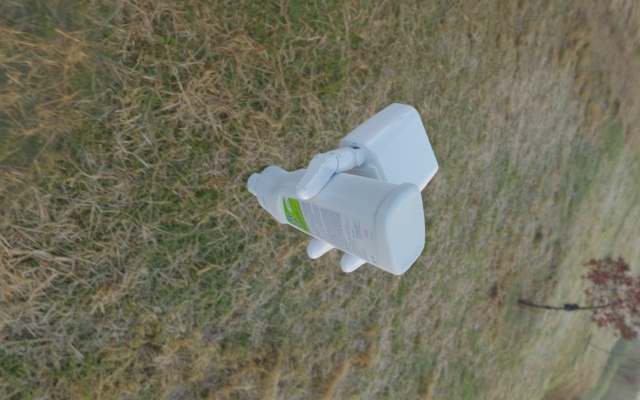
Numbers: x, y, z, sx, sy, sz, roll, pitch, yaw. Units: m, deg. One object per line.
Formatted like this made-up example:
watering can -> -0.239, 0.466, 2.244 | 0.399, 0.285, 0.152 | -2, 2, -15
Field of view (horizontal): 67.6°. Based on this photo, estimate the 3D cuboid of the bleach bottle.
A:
bleach bottle -> 0.000, 0.002, 0.575 | 0.250, 0.103, 0.068 | 19, 48, 39
